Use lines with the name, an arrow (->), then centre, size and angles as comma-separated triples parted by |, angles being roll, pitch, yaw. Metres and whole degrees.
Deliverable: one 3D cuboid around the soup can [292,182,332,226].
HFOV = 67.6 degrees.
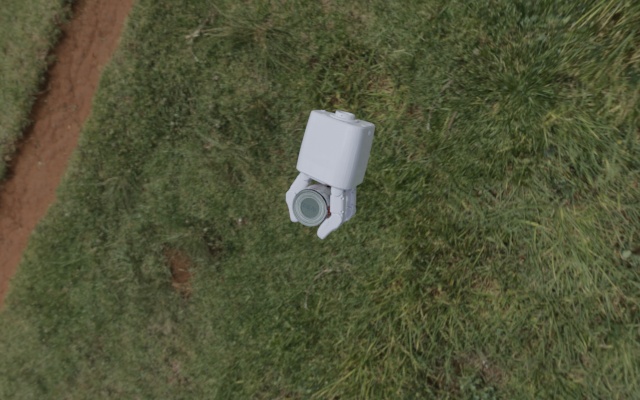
soup can -> 0.000, 0.003, 0.856 | 0.068, 0.068, 0.102 | 0, 12, 23
